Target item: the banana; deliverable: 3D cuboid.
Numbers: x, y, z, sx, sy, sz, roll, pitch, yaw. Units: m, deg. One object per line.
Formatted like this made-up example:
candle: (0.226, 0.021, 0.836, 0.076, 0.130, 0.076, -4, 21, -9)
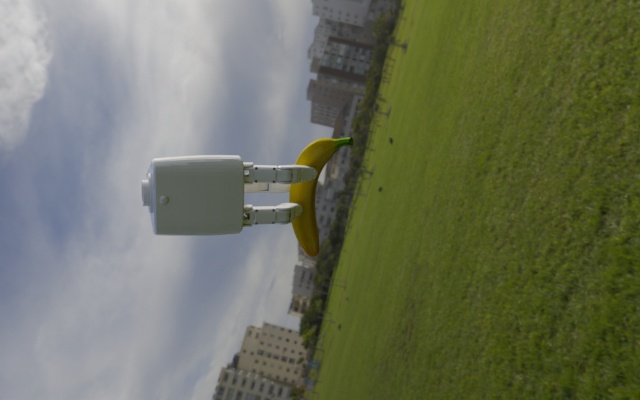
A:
banana: (-0.013, -0.010, 0.671, 0.069, 0.198, 0.037, 32, 35, 25)
